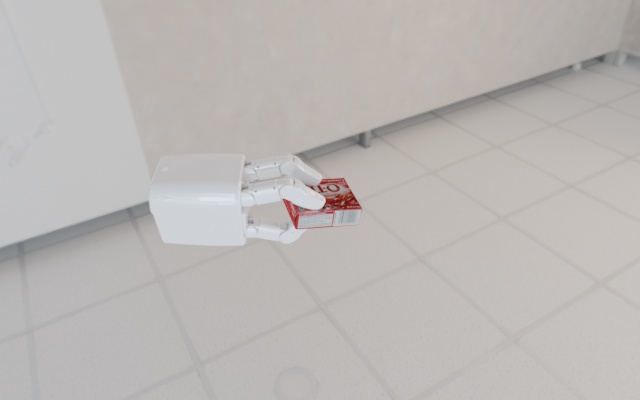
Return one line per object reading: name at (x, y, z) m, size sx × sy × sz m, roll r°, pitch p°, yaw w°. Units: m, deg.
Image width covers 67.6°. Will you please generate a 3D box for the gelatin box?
gelatin box at (0.000, 0.002, 0.621) m, size 0.089 × 0.030 × 0.073 m, roll -3°, pitch 36°, yaw -18°
